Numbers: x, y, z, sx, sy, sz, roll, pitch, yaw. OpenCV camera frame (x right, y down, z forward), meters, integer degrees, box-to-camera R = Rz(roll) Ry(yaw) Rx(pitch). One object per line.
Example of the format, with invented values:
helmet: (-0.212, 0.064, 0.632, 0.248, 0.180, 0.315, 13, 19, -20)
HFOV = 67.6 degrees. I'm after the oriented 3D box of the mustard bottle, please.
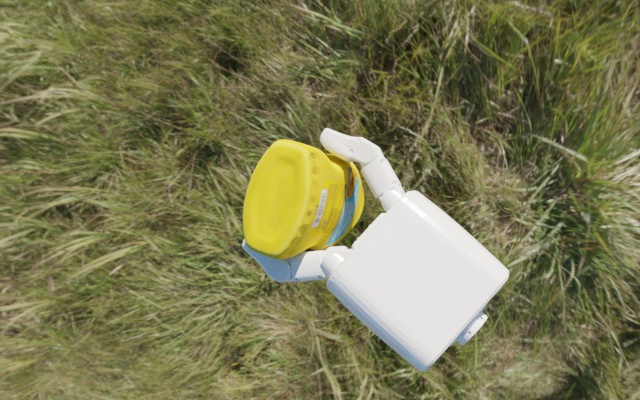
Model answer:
mustard bottle: (0.000, 0.001, 0.463, 0.058, 0.096, 0.191, 16, 5, 22)
